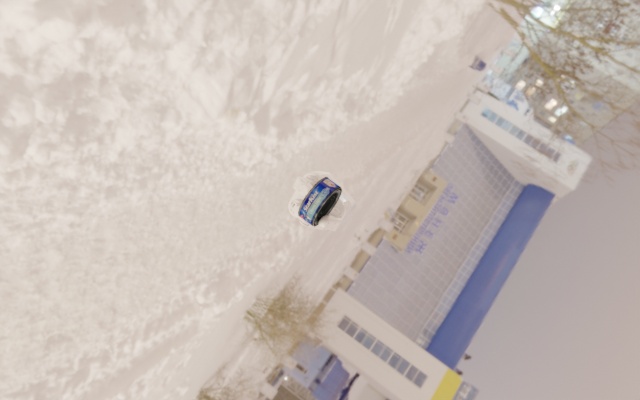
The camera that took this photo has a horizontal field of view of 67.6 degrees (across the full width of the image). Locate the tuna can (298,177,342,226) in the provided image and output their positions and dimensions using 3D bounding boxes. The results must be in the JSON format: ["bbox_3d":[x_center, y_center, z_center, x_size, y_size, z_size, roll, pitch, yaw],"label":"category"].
[{"bbox_3d":[0.001,0.003,0.835,0.033,0.086,0.086,36,10,14],"label":"tuna can"}]
